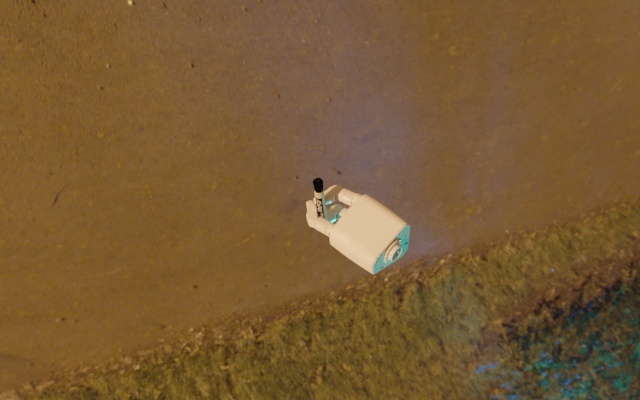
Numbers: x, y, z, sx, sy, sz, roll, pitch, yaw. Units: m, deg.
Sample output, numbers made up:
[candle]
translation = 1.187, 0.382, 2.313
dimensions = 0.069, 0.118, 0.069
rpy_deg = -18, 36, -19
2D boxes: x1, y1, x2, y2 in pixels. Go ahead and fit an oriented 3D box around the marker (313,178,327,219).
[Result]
[marker]
translation = 0.000, 0.003, 0.894
dimensions = 0.020, 0.020, 0.121
rpy_deg = 0, -42, 6
